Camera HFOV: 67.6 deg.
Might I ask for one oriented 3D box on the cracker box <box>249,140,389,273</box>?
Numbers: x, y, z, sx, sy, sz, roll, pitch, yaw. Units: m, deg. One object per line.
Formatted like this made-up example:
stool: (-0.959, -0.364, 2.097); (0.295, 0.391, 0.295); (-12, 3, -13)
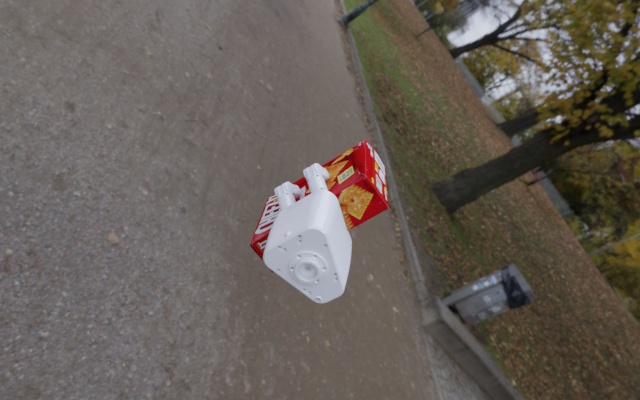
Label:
cracker box: (0.000, 0.003, 0.771); (0.214, 0.072, 0.164); (-30, 20, 18)
